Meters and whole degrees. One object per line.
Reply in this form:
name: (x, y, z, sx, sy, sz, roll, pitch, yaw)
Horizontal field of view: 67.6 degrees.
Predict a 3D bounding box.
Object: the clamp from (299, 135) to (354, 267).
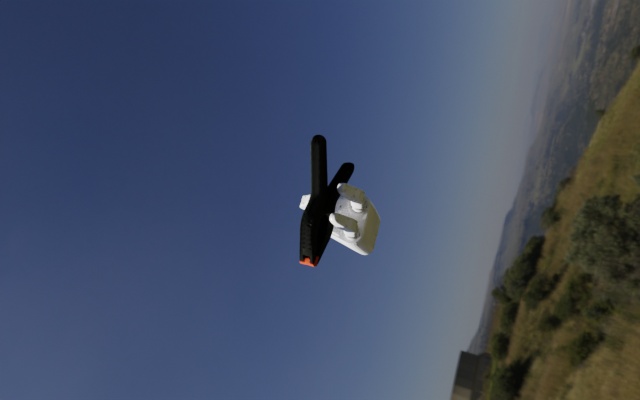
clamp: (-0.001, 0.003, 0.799, 0.036, 0.210, 0.165, 10, -15, 25)
